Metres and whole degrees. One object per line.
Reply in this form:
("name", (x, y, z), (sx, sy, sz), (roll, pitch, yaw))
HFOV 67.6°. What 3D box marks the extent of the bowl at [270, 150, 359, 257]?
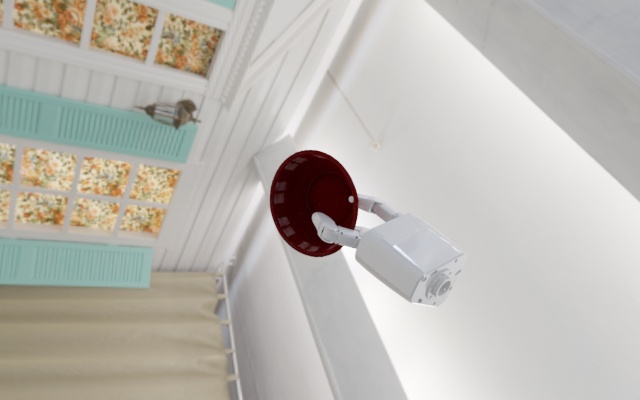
("bowl", (-0.001, 0.001, 0.732), (0.162, 0.162, 0.055), (0, 7, 34))
